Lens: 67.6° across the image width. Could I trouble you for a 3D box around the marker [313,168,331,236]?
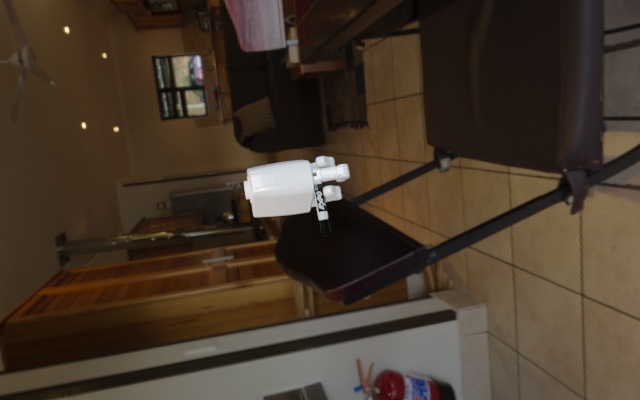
[{"bbox_3d":[0.000,0.003,0.835,0.020,0.121,0.020,-9,-10,-2],"label":"marker"}]
